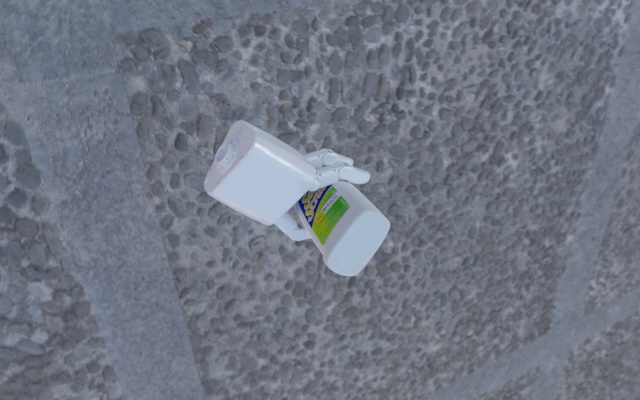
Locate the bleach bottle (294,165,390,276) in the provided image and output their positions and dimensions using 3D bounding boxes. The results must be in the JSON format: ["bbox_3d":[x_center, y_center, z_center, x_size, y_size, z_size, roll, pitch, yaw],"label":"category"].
[{"bbox_3d":[0.000,0.002,0.721,0.068,0.102,0.250,29,10,-36],"label":"bleach bottle"}]
